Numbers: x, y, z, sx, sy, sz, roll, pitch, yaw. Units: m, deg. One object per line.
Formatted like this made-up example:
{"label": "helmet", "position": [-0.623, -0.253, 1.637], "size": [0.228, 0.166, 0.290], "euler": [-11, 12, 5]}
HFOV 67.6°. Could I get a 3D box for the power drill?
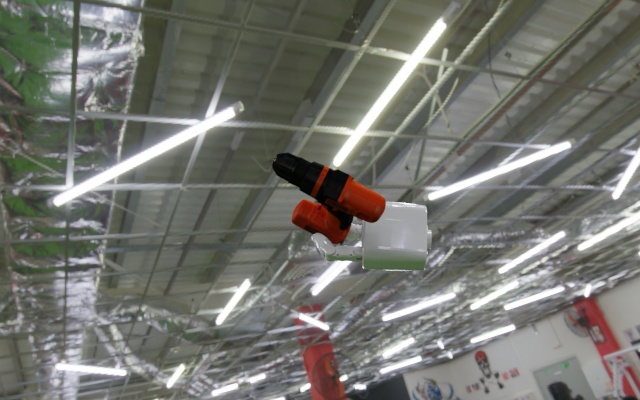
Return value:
{"label": "power drill", "position": [0.000, 0.003, 0.784], "size": [0.184, 0.057, 0.188], "euler": [27, -21, 1]}
